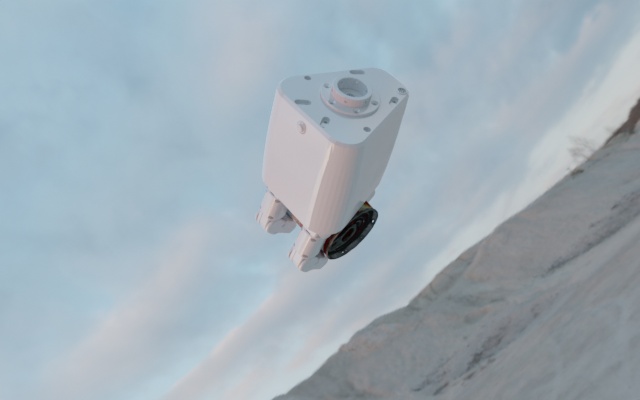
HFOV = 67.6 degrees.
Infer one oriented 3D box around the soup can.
[{"bbox_3d":[0.000,0.002,0.494,0.102,0.068,0.068,45,22,24],"label":"soup can"}]
